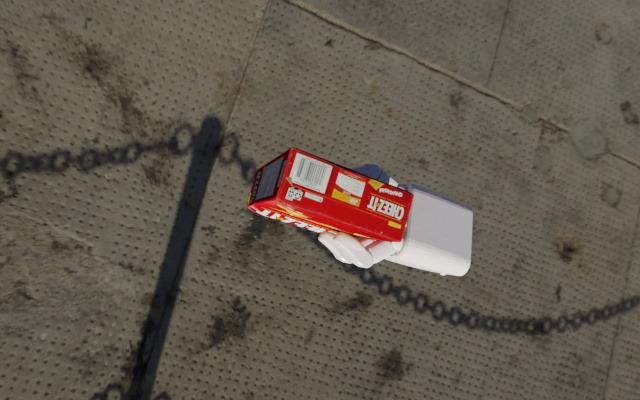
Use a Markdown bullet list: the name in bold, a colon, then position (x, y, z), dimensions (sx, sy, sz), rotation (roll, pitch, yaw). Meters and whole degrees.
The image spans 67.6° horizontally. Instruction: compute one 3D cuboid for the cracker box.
- **cracker box**: position (0.000, 0.002, 0.649), dimensions (0.164, 0.072, 0.214), rotation (19, -9, -16)
